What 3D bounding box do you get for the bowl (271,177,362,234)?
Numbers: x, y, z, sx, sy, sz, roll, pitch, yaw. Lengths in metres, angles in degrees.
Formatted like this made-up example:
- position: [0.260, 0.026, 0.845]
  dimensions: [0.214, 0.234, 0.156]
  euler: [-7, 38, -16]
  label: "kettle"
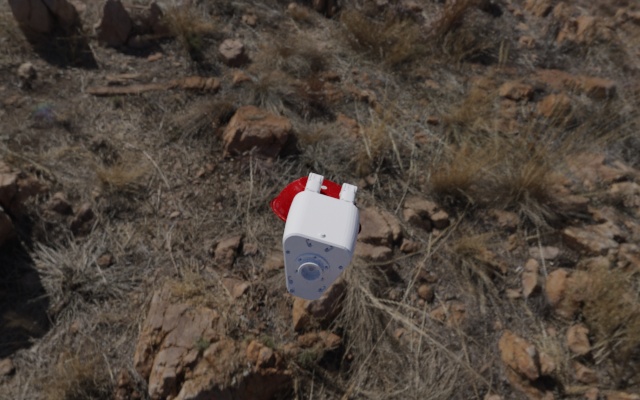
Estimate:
- position: [0.000, 0.002, 0.811]
  dimensions: [0.162, 0.055, 0.162]
  euler: [15, 20, -6]
  label: "bowl"
